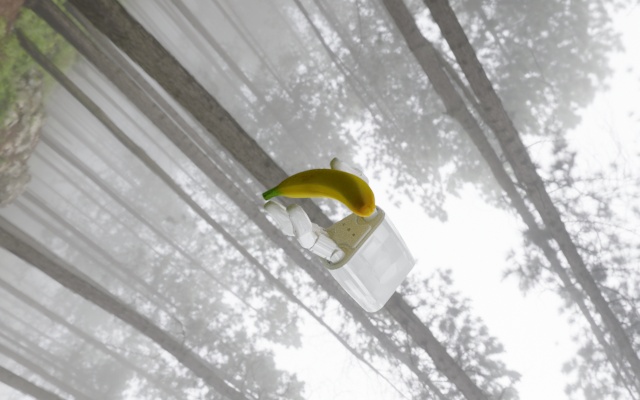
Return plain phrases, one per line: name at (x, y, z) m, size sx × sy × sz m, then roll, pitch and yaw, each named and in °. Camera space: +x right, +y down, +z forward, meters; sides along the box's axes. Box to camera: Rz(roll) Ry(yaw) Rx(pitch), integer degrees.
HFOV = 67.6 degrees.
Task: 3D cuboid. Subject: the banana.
banana at (0.009, -0.011, 0.588) m, size 0.198 × 0.037 × 0.069 m, roll 5°, pitch 47°, yaw 50°
